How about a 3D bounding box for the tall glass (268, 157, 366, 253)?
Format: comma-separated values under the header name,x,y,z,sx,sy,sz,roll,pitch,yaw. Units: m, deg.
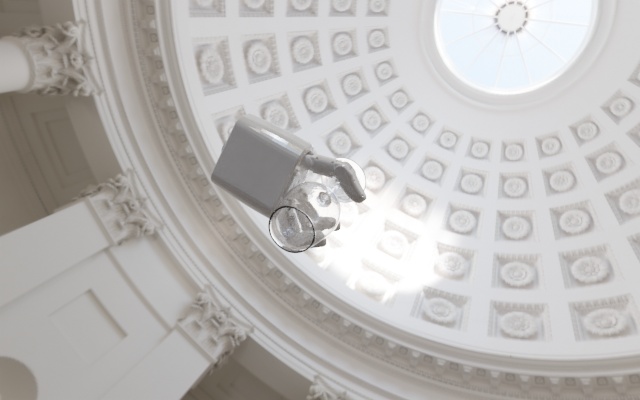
name,x,y,z,sx,sy,sz,roll,pitch,yaw
tall glass,0.000,0.002,0.658,0.079,0.079,0.201,0,20,22
